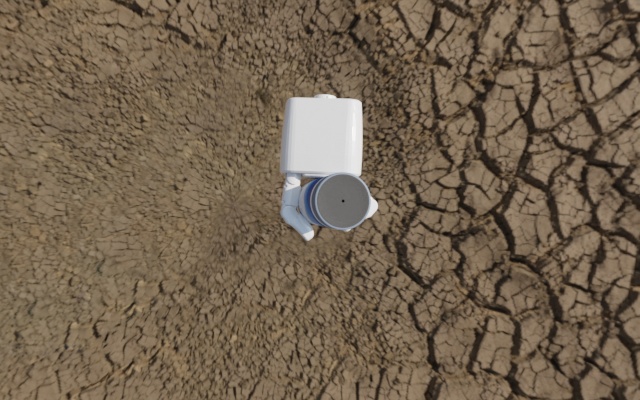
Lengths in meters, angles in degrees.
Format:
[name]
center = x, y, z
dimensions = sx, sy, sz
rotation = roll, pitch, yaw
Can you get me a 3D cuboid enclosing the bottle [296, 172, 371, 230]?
[bottle]
center = 0.000, 0.002, 0.690
dimensions = 0.069, 0.069, 0.296
rotation = 0, -1, -10
